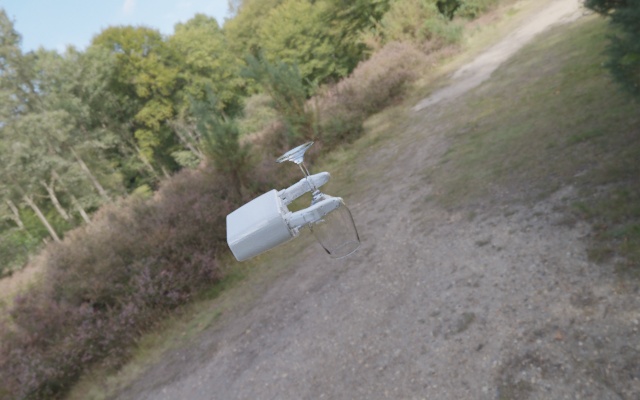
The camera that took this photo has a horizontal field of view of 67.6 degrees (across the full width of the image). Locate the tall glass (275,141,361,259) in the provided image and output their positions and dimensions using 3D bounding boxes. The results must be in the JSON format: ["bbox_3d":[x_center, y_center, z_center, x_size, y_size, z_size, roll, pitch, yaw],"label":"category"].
[{"bbox_3d":[0.000,0.002,0.835,0.079,0.201,0.079,-26,13,7],"label":"tall glass"}]
